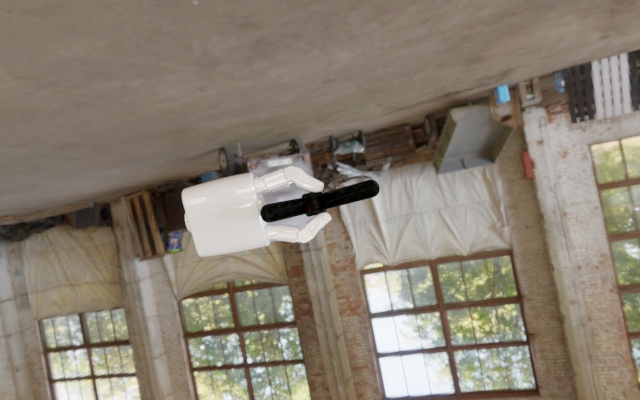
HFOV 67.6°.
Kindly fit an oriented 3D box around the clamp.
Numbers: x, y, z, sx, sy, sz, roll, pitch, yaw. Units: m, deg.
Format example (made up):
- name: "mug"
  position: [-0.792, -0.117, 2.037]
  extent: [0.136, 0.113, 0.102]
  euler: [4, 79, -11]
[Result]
- name: "clamp"
  position: [0.000, 0.003, 0.726]
  extent: [0.164, 0.036, 0.210]
  euler: [-13, -1, 0]
